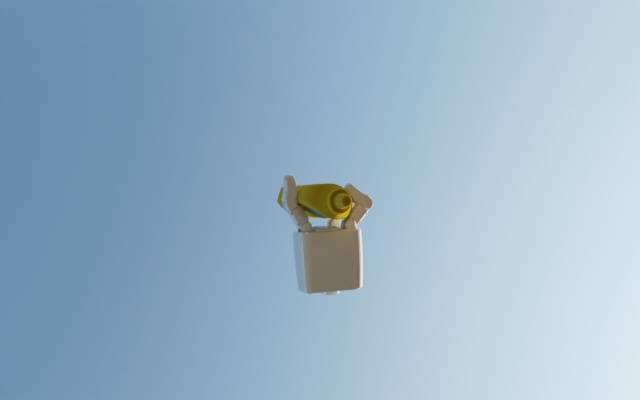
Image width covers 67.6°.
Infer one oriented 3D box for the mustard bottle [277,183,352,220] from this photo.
[{"bbox_3d":[0.000,0.002,0.833,0.096,0.058,0.191,23,-10,-23],"label":"mustard bottle"}]
